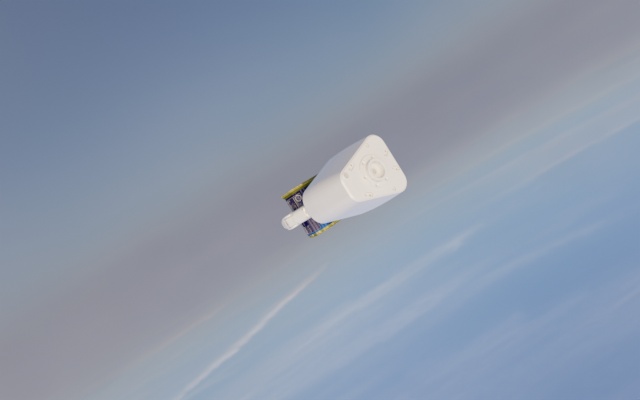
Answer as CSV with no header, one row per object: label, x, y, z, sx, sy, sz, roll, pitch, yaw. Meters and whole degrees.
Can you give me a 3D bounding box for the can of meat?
can of meat,0.000,0.003,0.788,0.102,0.084,0.057,-33,1,-38
